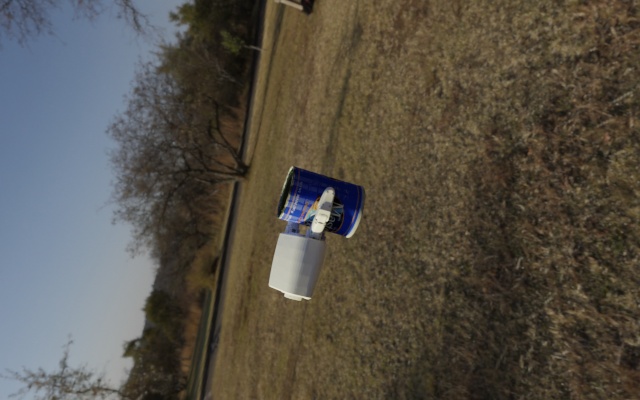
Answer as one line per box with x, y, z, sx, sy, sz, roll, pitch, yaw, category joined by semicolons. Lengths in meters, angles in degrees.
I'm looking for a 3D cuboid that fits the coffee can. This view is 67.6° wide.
0.000;0.003;0.898;0.140;0.103;0.103;16;-4;-12;coffee can
